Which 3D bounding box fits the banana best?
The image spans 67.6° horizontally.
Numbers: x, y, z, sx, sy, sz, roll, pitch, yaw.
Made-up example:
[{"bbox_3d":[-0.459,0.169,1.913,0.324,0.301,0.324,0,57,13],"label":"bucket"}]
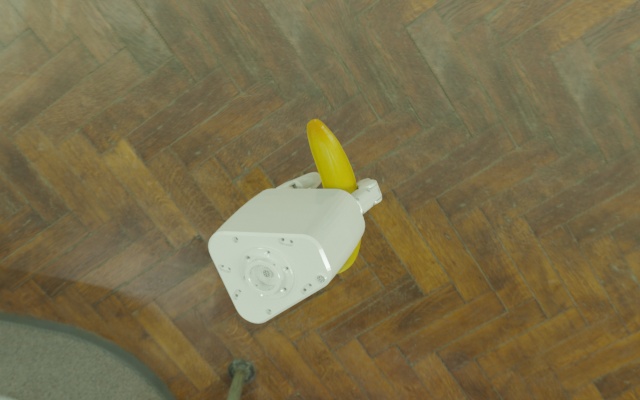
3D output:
[{"bbox_3d":[0.016,0.009,0.538,0.069,0.198,0.037,14,29,32],"label":"banana"}]
